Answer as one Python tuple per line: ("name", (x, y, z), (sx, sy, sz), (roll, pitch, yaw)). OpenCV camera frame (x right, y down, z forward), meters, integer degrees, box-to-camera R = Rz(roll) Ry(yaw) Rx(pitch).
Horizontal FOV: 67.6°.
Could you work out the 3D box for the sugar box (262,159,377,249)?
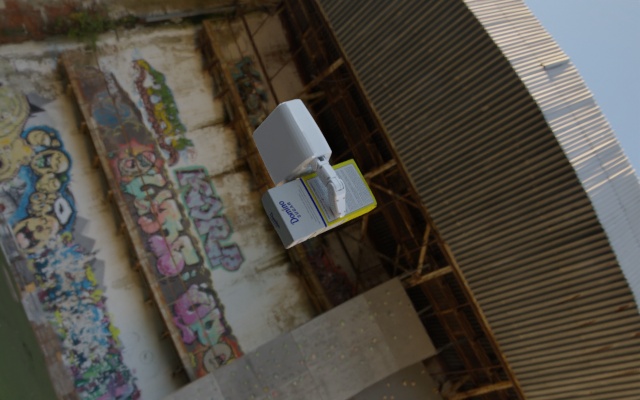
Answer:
("sugar box", (0.000, 0.003, 0.781), (0.176, 0.093, 0.048), (-22, -12, -30))
